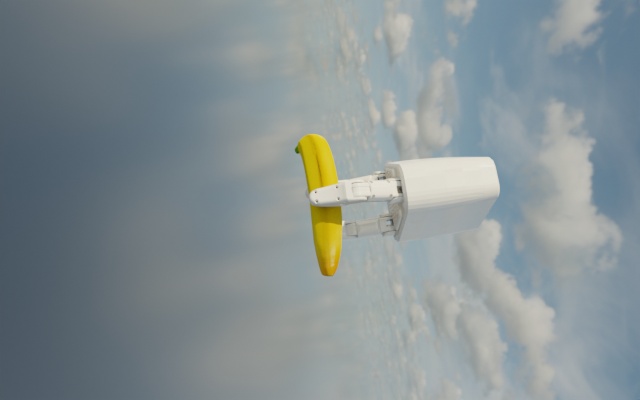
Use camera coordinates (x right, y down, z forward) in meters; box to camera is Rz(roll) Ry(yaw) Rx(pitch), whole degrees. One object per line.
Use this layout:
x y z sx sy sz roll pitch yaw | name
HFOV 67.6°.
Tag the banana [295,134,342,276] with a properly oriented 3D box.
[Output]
0.001 -0.012 0.554 0.037 0.197 0.070 -5 -36 -8 | banana
